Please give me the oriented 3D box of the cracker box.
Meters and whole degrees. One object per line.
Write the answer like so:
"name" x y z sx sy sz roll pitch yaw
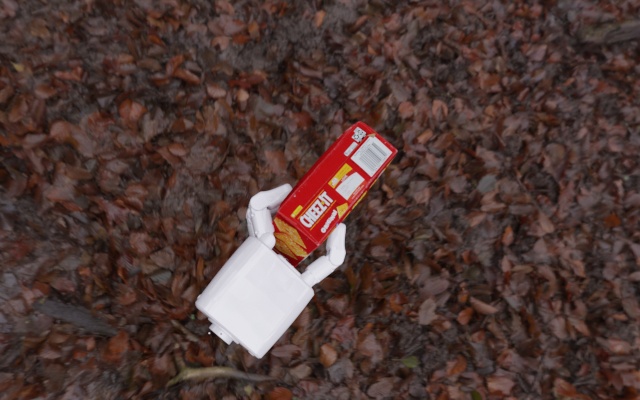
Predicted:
"cracker box" 0.000 0.002 0.663 0.072 0.164 0.214 41 -20 0
